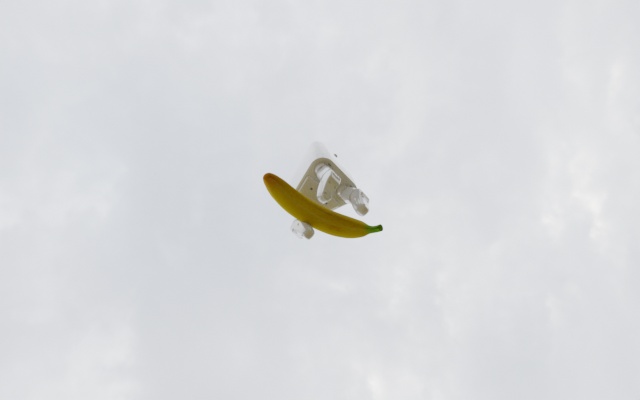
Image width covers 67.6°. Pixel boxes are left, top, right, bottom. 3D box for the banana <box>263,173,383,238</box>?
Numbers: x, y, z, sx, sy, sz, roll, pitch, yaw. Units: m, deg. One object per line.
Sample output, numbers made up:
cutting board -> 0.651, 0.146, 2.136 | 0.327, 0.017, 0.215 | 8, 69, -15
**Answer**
banana -> -0.004, 0.015, 0.738 | 0.198, 0.037, 0.070 | 23, -45, -10
